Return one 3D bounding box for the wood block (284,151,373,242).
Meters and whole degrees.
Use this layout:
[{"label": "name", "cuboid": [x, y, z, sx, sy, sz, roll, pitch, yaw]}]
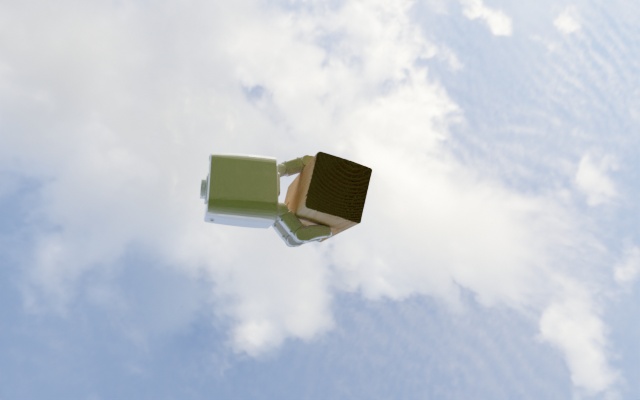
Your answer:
[{"label": "wood block", "cuboid": [0.000, 0.002, 0.786, 0.090, 0.090, 0.206, 17, -16, -12]}]
